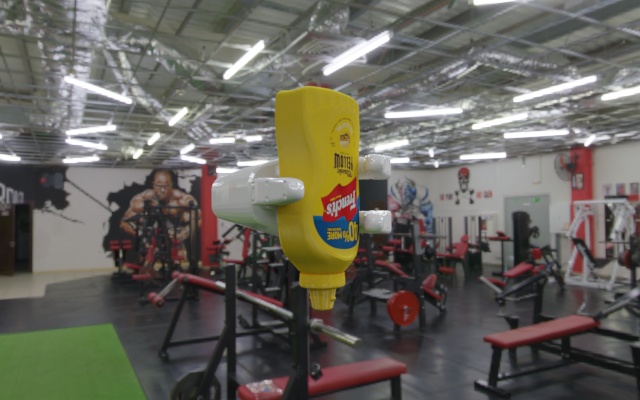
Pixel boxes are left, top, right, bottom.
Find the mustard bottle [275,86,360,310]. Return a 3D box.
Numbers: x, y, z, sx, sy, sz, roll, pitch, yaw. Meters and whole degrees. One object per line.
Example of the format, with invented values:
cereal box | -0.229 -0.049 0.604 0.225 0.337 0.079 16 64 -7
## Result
mustard bottle | 0.000 0.001 0.430 0.058 0.191 0.096 -1 -2 31
